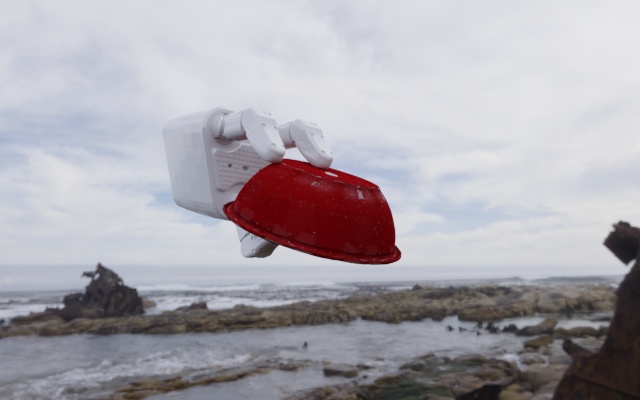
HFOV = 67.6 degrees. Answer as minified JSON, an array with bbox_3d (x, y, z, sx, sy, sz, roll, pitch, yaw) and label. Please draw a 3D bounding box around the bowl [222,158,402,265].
[{"bbox_3d":[0.001,0.001,0.418,0.162,0.055,0.162,15,9,-3],"label":"bowl"}]
